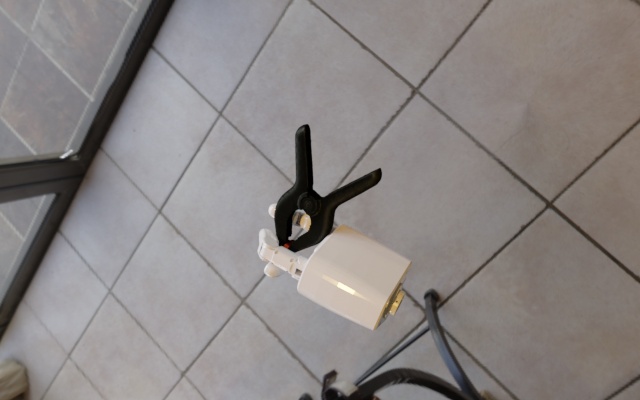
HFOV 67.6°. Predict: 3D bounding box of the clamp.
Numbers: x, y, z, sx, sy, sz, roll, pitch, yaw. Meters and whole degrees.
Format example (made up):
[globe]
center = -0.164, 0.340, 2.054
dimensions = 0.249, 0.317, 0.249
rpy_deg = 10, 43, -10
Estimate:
[clamp]
center = 0.000, 0.002, 0.607
dimensions = 0.120, 0.171, 0.039
rpy_deg = 26, 20, 17
